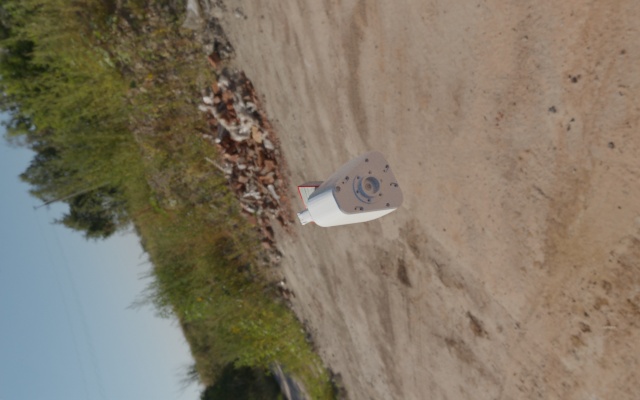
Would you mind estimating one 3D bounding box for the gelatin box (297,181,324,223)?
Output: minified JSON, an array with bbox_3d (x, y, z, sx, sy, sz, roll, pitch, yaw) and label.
[{"bbox_3d":[0.000,0.003,0.852,0.030,0.073,0.089,-26,13,-26],"label":"gelatin box"}]
